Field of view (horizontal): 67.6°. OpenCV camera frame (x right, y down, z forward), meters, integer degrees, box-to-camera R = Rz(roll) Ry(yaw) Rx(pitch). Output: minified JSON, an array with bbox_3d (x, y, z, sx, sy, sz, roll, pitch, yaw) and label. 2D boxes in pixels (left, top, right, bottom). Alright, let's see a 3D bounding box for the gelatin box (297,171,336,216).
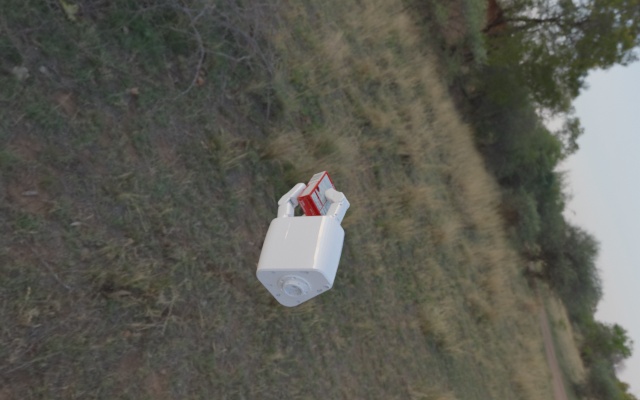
[{"bbox_3d":[0.001,0.002,0.821,0.030,0.073,0.089,-15,24,30],"label":"gelatin box"}]
